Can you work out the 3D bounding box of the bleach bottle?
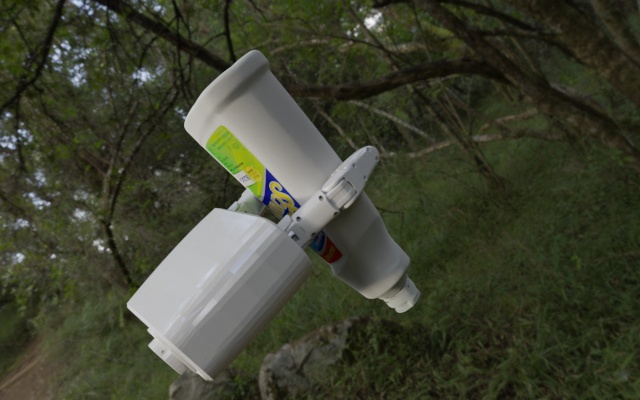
[{"bbox_3d":[0.000,0.001,0.406,0.068,0.251,0.102,-48,13,-24],"label":"bleach bottle"}]
